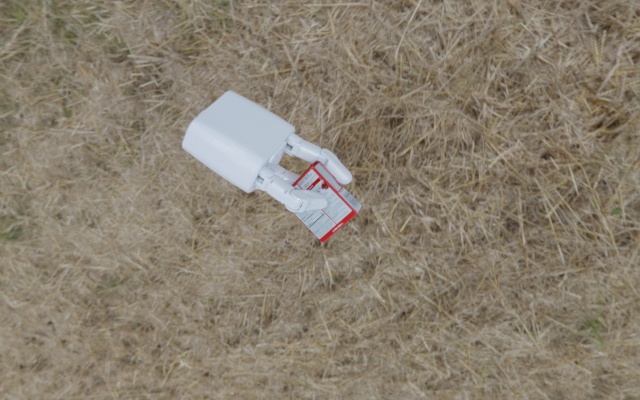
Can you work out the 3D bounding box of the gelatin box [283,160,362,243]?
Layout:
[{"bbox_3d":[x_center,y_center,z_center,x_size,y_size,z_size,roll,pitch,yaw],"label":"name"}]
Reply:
[{"bbox_3d":[0.000,0.003,0.649,0.073,0.089,0.030,-43,2,30],"label":"gelatin box"}]
